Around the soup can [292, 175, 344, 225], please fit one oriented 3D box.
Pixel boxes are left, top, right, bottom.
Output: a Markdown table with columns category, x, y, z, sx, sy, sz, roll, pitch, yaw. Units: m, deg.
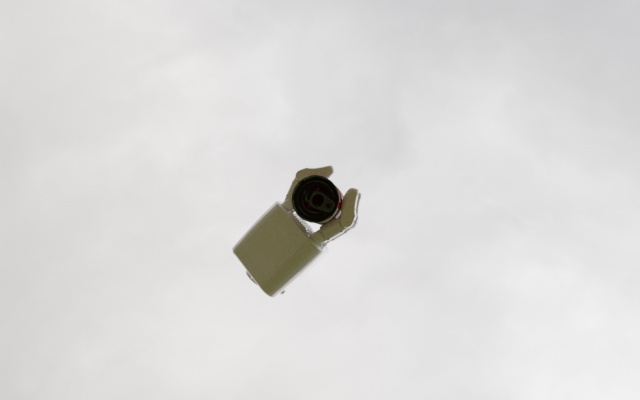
| category | x | y | z | sx | sy | sz | roll | pitch | yaw |
| --- | --- | --- | --- | --- | --- | --- | --- | --- | --- |
| soup can | 0.000 | 0.002 | 0.719 | 0.068 | 0.068 | 0.102 | 0 | -5 | 9 |
